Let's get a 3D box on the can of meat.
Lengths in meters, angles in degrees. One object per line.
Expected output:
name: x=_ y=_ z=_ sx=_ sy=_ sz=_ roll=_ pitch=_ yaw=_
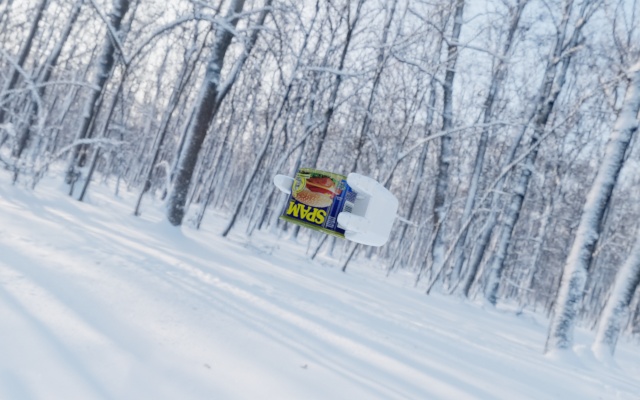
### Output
can of meat: x=0.000 y=0.002 z=0.692 sx=0.102 sy=0.084 sz=0.057 roll=15 pitch=-5 yaw=38
